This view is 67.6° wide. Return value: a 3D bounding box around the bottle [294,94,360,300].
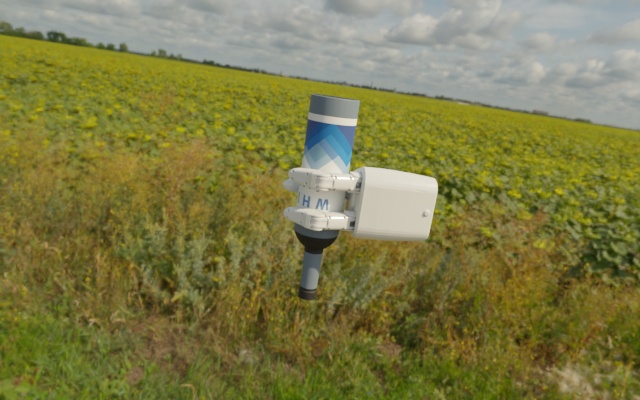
[{"bbox_3d":[0.000,0.002,0.678,0.069,0.296,0.069,8,14,-2],"label":"bottle"}]
